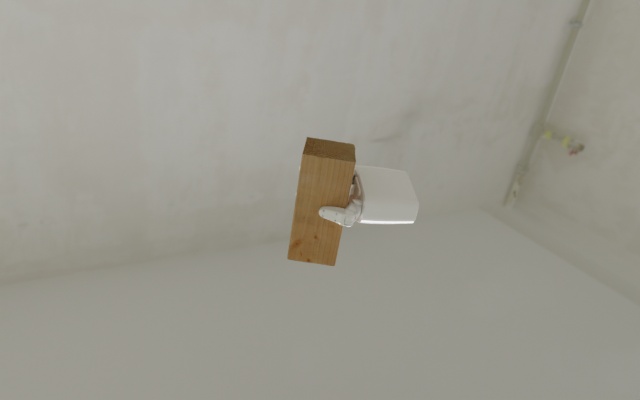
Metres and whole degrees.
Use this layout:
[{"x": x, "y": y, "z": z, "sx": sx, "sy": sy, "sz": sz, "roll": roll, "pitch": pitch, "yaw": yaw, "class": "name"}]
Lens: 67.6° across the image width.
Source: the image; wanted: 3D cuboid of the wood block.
[{"x": 0.000, "y": 0.003, "z": 0.856, "sx": 0.090, "sy": 0.206, "sz": 0.090, "roll": 9, "pitch": 26, "yaw": -2, "class": "wood block"}]
